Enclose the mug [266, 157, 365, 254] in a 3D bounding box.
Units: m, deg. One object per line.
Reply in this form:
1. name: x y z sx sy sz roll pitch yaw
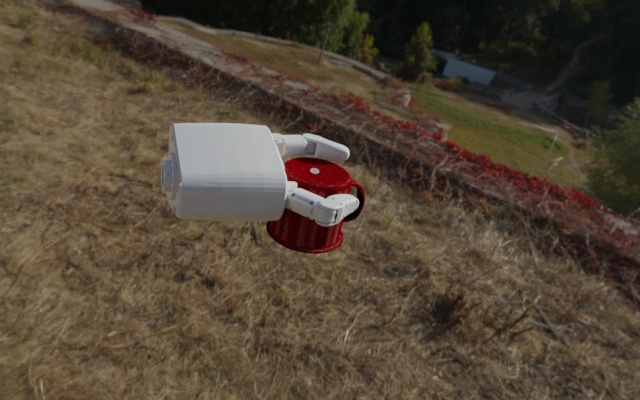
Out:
1. mug: 0.001 0.002 0.554 0.117 0.081 0.093 -1 29 -25
